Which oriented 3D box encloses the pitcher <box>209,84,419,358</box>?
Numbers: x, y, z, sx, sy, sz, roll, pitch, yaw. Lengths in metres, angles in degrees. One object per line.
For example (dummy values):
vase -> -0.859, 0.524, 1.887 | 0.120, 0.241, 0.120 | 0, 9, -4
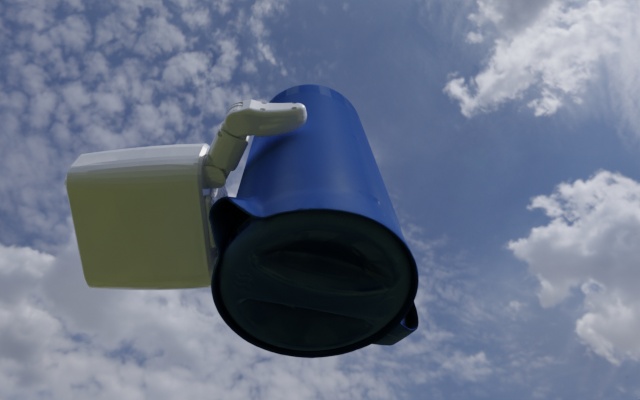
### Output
pitcher -> 0.000, 0.001, 0.405 | 0.145, 0.149, 0.242 | -3, 35, 0
